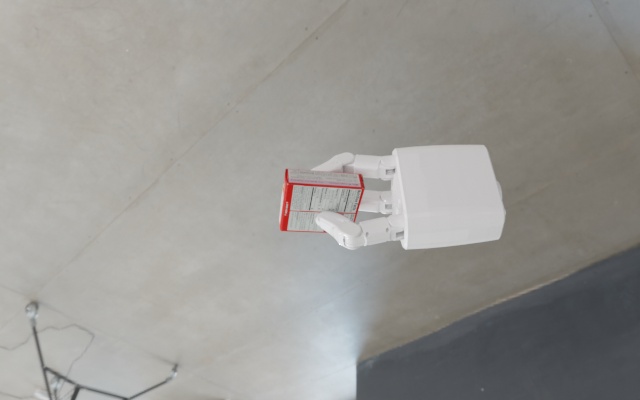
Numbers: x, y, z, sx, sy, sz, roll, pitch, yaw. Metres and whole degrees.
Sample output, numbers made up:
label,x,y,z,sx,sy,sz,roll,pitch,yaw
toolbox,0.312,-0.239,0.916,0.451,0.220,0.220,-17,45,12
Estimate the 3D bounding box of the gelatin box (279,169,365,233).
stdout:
label,x,y,z,sx,sy,sz,roll,pitch,yaw
gelatin box,0.000,0.002,0.547,0.089,0.073,0.030,3,42,-10
